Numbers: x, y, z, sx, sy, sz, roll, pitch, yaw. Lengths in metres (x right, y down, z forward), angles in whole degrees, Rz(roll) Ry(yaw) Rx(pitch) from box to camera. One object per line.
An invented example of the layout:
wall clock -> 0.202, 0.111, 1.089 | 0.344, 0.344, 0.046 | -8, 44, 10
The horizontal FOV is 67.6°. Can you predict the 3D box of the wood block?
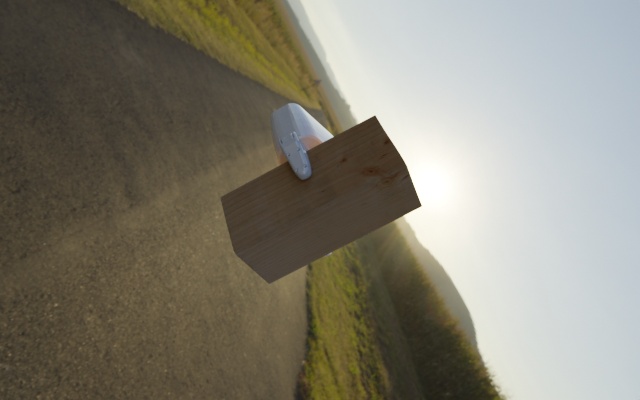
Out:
wood block -> 0.000, 0.001, 0.562 | 0.206, 0.090, 0.091 | -28, -39, 6
